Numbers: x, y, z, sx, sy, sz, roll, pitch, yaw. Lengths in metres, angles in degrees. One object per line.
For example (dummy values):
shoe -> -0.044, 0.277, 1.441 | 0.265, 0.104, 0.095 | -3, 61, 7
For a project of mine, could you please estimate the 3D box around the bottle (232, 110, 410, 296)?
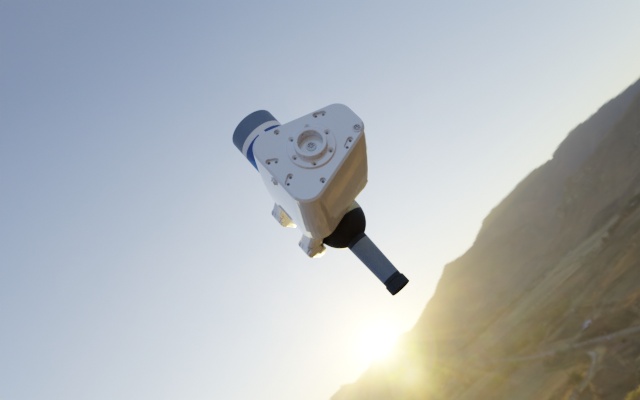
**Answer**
bottle -> 0.000, 0.002, 0.607 | 0.295, 0.069, 0.069 | 47, 20, 20
